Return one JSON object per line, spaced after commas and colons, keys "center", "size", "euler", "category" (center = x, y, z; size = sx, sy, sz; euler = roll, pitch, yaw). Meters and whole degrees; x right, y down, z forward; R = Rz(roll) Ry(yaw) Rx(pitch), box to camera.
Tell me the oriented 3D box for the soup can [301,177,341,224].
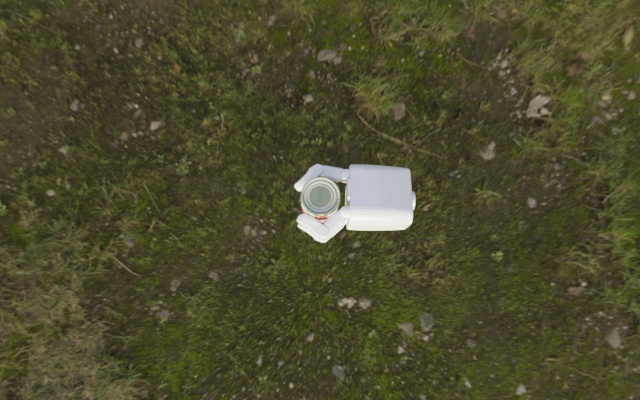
{"center": [0.000, 0.003, 0.828], "size": [0.068, 0.068, 0.102], "euler": [0, -11, 0], "category": "soup can"}
